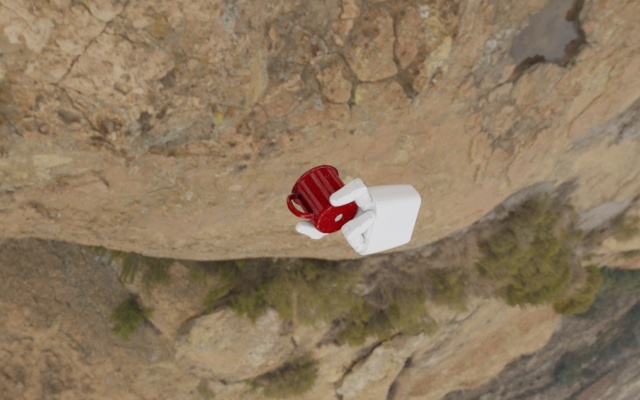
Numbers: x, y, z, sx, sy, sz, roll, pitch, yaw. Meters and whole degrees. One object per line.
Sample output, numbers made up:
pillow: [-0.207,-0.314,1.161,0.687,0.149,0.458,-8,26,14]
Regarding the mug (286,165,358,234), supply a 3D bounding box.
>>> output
mug: [-0.001,0.003,0.794,0.117,0.093,0.081,-9,47,-33]
